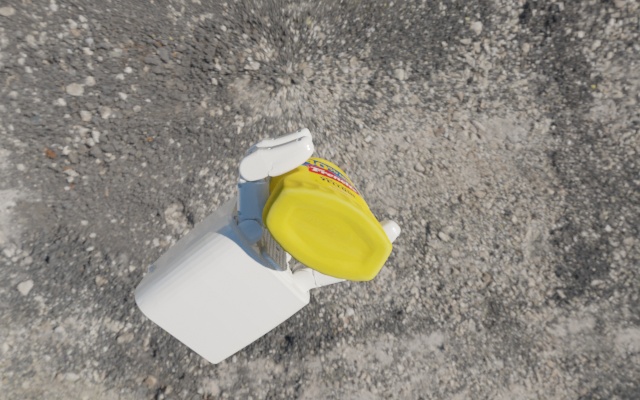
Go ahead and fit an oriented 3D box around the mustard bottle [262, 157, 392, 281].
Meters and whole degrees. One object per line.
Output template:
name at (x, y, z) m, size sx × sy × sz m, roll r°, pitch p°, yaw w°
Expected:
mustard bottle at (0.000, 0.001, 0.425) m, size 0.096 × 0.058 × 0.191 m, roll 27°, pitch 11°, yaw -10°
